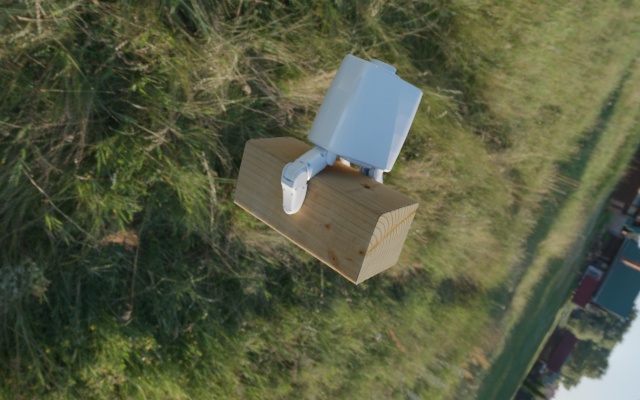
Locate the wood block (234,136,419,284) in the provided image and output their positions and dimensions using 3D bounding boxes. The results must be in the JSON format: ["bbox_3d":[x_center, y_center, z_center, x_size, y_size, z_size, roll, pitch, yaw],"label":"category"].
[{"bbox_3d":[0.000,0.002,0.588,0.206,0.090,0.091,30,26,31],"label":"wood block"}]
